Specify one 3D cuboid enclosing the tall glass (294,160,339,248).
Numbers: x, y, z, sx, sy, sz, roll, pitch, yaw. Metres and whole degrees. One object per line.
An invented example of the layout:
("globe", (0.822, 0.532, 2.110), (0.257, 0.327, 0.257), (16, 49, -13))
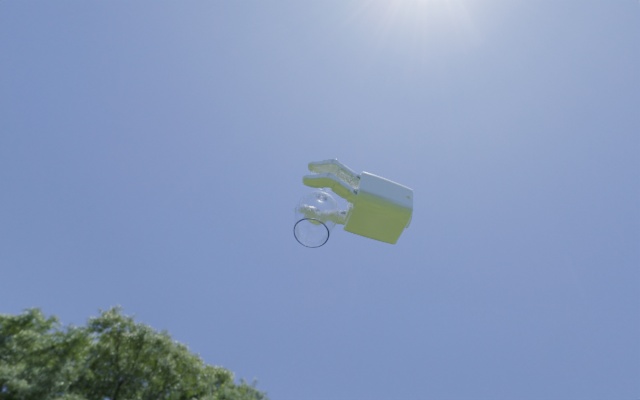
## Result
("tall glass", (0.000, 0.003, 0.888), (0.079, 0.079, 0.201), (0, 32, 11))
